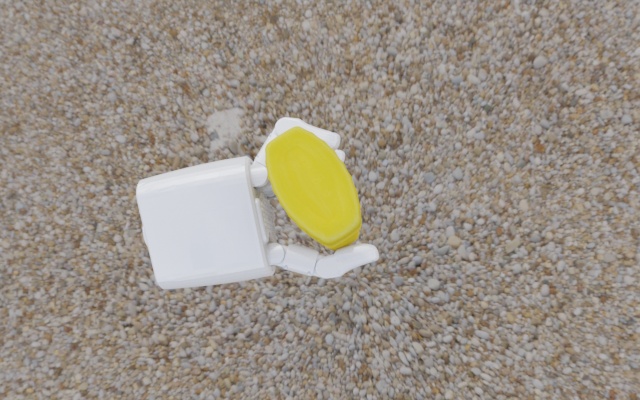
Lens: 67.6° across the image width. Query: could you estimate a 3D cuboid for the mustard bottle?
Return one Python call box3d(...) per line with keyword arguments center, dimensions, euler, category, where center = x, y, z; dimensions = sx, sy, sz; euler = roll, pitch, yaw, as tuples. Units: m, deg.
box3d(center=(0.000, 0.001, 0.450), dimensions=(0.058, 0.096, 0.192), euler=(-34, -10, -2), category="mustard bottle")
